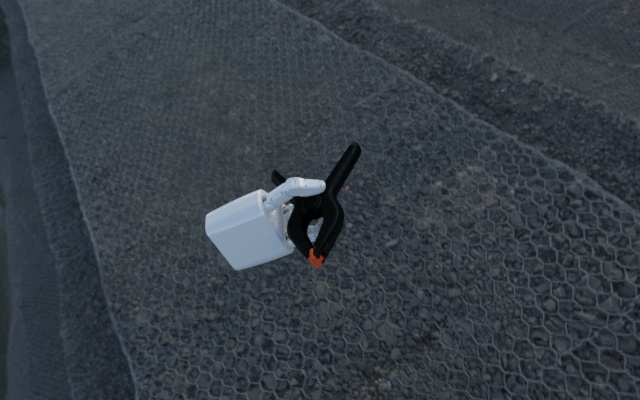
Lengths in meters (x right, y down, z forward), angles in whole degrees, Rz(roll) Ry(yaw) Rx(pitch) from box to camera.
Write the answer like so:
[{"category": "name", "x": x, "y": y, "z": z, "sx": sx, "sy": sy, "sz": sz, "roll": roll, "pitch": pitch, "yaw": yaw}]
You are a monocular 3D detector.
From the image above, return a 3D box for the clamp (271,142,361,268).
[{"category": "clamp", "x": 0.000, "y": 0.003, "z": 0.743, "sx": 0.164, "sy": 0.209, "sz": 0.036, "roll": -24, "pitch": -42, "yaw": 17}]
